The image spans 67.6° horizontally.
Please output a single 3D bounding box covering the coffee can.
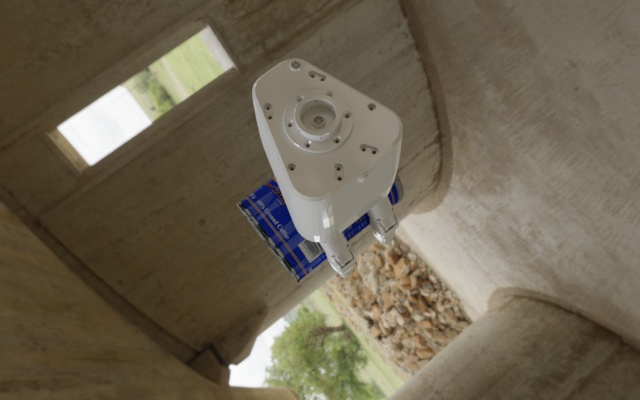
[{"bbox_3d":[0.000,0.002,0.498,0.140,0.103,0.103,-38,7,-10],"label":"coffee can"}]
